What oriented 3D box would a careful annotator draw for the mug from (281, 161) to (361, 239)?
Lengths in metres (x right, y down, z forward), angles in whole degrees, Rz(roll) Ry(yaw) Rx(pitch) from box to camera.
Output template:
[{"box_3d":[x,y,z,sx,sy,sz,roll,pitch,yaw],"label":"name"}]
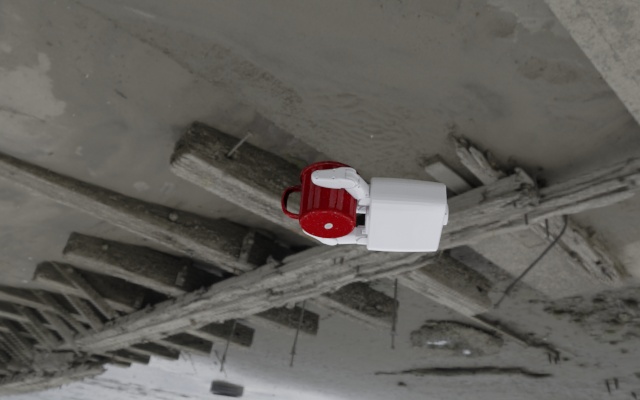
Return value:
[{"box_3d":[-0.001,0.002,0.694,0.117,0.081,0.093,1,-33,6],"label":"mug"}]
